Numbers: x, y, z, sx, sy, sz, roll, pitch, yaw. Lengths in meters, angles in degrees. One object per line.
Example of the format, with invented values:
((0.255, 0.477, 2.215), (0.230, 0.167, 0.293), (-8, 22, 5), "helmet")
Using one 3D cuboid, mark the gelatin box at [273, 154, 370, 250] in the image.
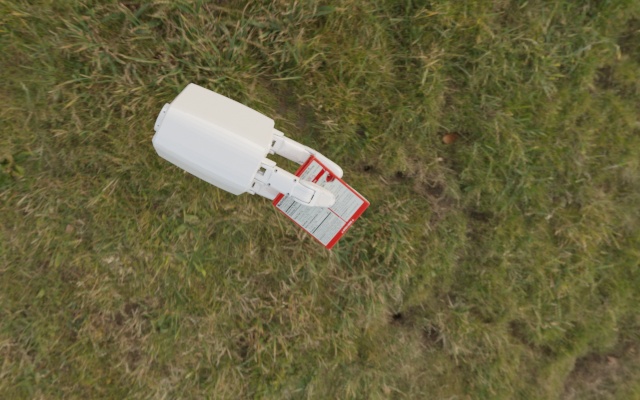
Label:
((0.000, 0.002, 0.558), (0.089, 0.073, 0.030), (39, 6, -10), "gelatin box")
